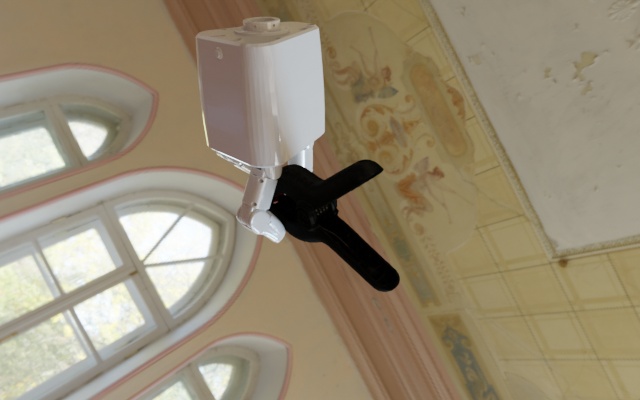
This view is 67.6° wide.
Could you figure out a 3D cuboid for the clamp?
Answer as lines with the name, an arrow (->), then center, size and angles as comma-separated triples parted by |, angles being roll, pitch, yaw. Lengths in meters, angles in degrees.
clamp -> 0.000, 0.001, 0.430 | 0.171, 0.120, 0.039 | 24, 38, 37
